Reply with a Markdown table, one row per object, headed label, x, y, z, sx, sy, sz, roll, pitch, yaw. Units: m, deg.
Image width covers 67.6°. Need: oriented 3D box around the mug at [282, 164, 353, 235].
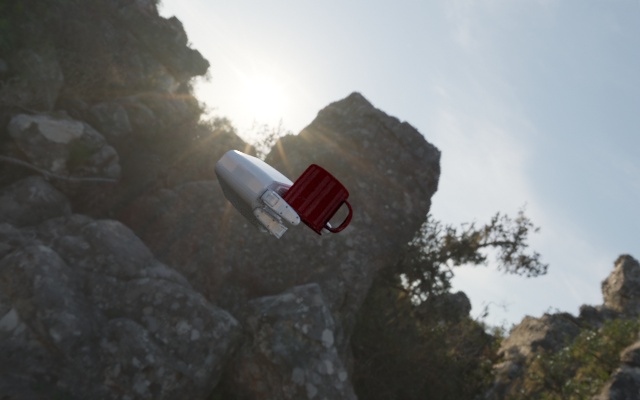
| label | x | y | z | sx | sy | sz | roll | pitch | yaw |
| --- | --- | --- | --- | --- | --- | --- | --- | --- | --- |
| mug | 0.001 | 0.003 | 0.759 | 0.117 | 0.081 | 0.093 | 38 | -6 | 23 |
